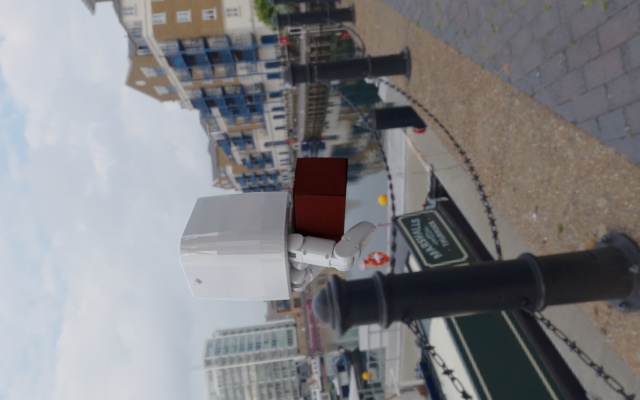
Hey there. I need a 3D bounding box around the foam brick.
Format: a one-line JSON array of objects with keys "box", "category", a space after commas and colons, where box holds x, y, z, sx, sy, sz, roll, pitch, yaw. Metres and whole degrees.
[{"box": [0.000, 0.001, 0.481, 0.051, 0.053, 0.078, 3, -43, 3], "category": "foam brick"}]
